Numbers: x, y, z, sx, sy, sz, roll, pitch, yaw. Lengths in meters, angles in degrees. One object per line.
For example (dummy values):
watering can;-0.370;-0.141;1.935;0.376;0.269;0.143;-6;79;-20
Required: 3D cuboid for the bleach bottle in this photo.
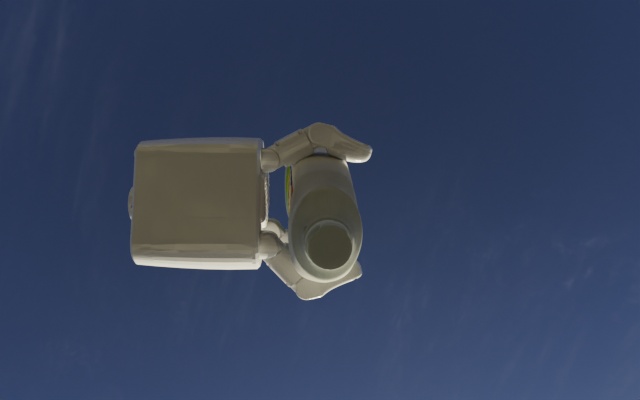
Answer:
bleach bottle;0.000;0.001;0.419;0.068;0.102;0.251;1;9;-3
